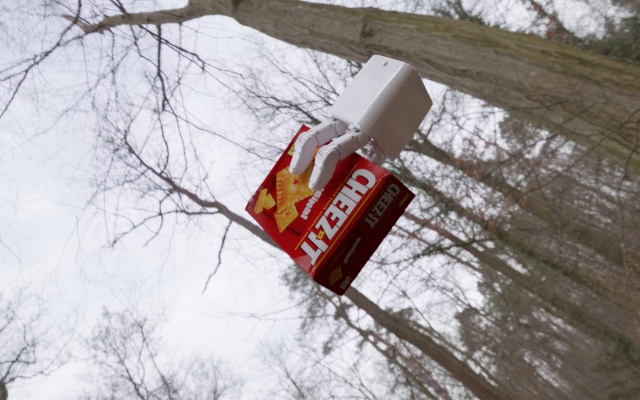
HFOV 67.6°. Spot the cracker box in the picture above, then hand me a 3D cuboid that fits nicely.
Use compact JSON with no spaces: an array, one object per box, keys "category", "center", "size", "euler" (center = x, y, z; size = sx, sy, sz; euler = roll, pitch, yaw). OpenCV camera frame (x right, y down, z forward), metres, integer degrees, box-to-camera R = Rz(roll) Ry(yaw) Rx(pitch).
[{"category":"cracker box","center":[0.000,0.002,0.668],"size":[0.072,0.164,0.213],"euler":[34,2,-41]}]
